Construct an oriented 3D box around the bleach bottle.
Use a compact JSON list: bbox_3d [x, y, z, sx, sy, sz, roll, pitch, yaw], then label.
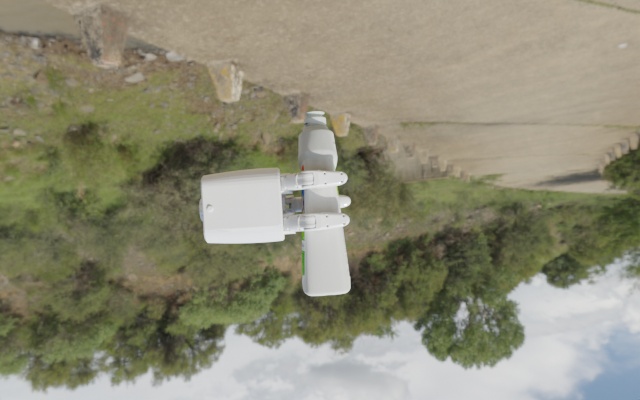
[{"bbox_3d":[0.000,0.002,0.677,0.068,0.251,0.102,-4,-2,-2],"label":"bleach bottle"}]
